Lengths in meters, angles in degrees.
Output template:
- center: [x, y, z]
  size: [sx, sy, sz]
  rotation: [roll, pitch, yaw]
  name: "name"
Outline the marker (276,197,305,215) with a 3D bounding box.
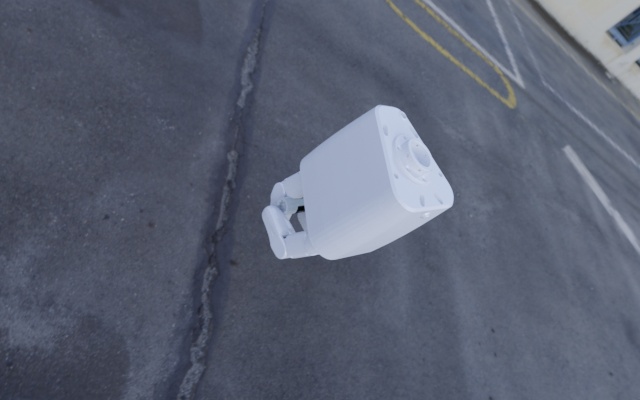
- center: [0.000, 0.002, 0.547]
  size: [0.020, 0.020, 0.121]
  rotation: [0, 4, 43]
  name: "marker"
